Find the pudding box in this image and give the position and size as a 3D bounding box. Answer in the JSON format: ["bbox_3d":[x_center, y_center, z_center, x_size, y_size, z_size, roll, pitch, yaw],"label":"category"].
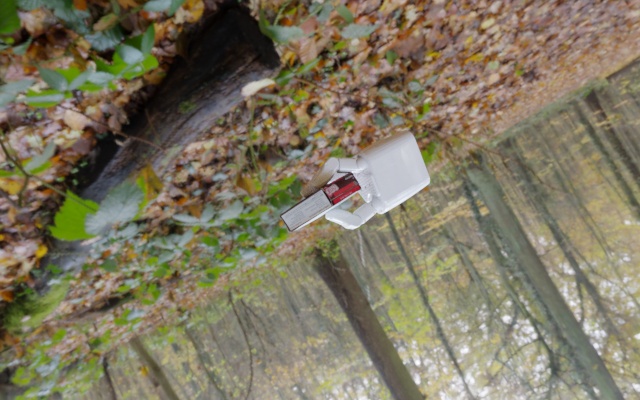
[{"bbox_3d":[0.000,0.003,0.783,0.113,0.039,0.090,-35,-4,40],"label":"pudding box"}]
